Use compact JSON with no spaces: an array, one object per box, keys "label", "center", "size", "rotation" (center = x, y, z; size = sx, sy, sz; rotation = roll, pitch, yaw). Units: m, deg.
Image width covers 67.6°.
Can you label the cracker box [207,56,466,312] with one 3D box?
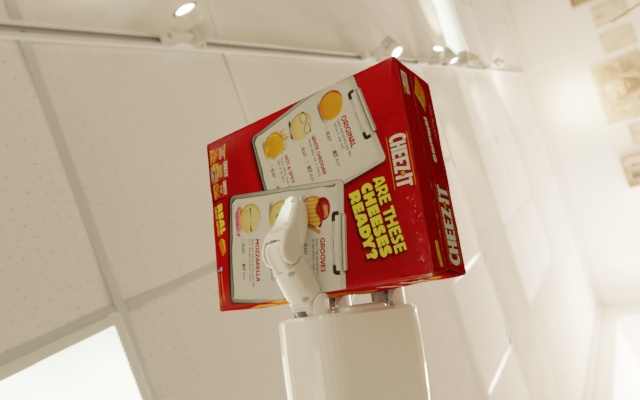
[{"label":"cracker box","center":[0.000,0.001,0.413],"size":[0.214,0.164,0.072],"rotation":[-17,-17,35]}]
